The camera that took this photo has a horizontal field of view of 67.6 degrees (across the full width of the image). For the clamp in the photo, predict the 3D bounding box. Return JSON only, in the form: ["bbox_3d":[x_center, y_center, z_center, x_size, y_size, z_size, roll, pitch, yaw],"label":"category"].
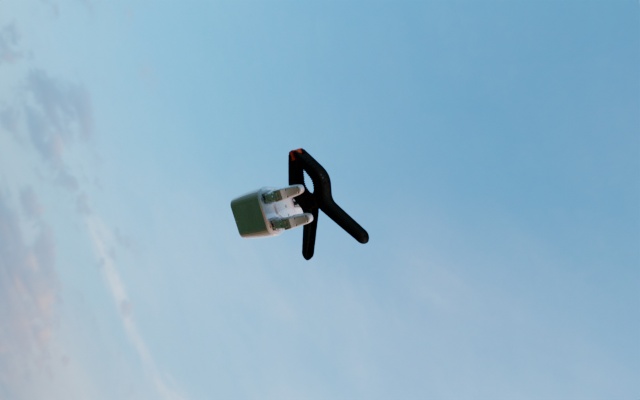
[{"bbox_3d":[0.000,0.002,0.867,0.164,0.210,0.036,-13,6,43],"label":"clamp"}]
